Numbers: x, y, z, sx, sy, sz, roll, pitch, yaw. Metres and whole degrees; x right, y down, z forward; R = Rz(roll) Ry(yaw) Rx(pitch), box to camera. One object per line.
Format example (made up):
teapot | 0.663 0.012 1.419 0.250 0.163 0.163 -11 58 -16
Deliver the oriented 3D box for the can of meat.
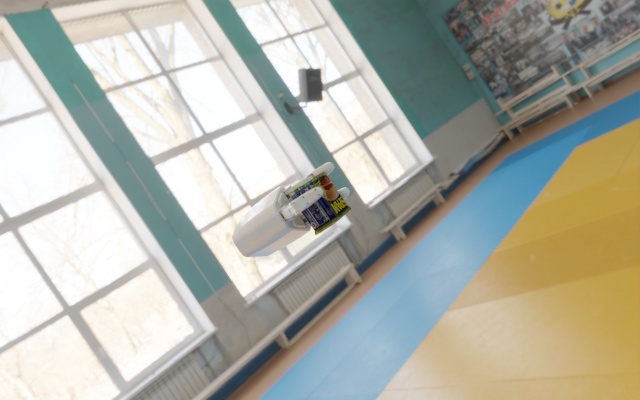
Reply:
can of meat | 0.000 0.002 0.830 0.057 0.084 0.102 -35 1 22
